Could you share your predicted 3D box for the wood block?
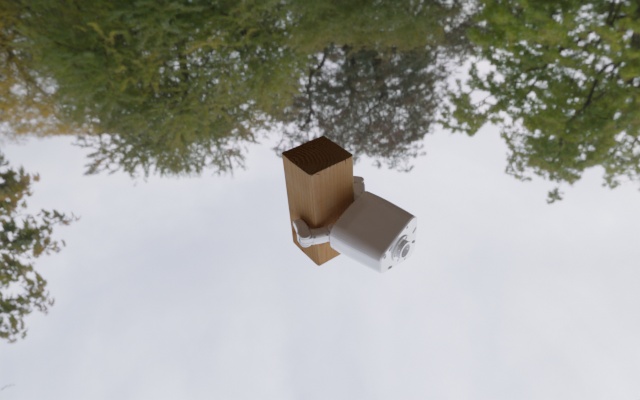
[{"bbox_3d":[0.000,0.003,0.856,0.091,0.206,0.090,-26,43,-25],"label":"wood block"}]
